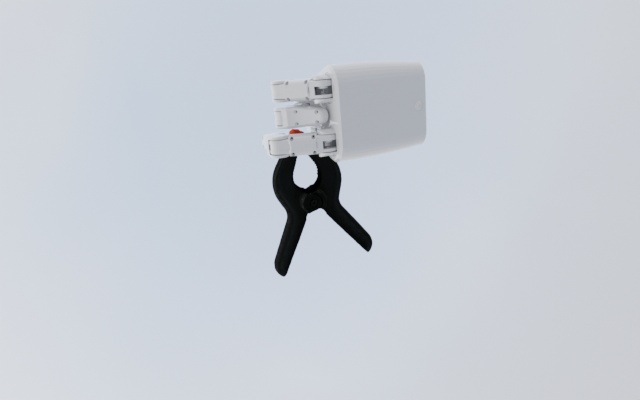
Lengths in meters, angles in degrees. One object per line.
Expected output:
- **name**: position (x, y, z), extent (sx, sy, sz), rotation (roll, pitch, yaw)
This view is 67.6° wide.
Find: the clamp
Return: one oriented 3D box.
- **clamp**: position (0.000, 0.001, 0.552), extent (0.120, 0.171, 0.039), rotation (-9, 21, -16)
